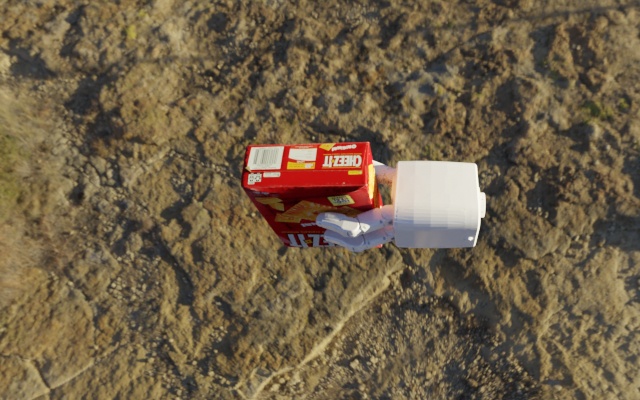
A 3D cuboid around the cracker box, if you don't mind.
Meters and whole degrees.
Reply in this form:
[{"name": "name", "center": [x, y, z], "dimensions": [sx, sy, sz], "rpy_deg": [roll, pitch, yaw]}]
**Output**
[{"name": "cracker box", "center": [0.000, 0.002, 0.682], "dimensions": [0.164, 0.072, 0.214], "rpy_deg": [0, -27, 13]}]
